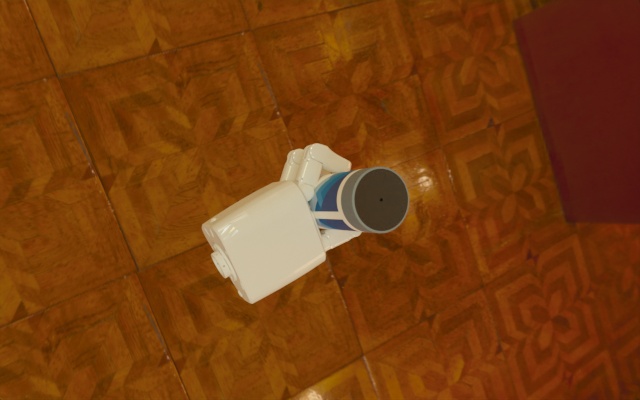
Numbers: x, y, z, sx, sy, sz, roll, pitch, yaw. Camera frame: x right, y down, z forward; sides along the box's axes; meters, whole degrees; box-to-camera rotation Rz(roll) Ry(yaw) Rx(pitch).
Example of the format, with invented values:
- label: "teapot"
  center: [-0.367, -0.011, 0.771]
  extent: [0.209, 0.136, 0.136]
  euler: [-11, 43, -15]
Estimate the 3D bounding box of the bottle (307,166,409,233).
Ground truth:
- label: "bottle"
  center: [0.000, 0.002, 0.605]
  extent: [0.069, 0.069, 0.296]
  euler: [0, -1, -24]
